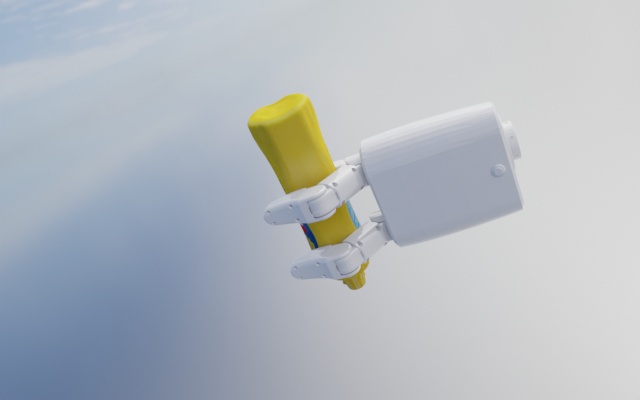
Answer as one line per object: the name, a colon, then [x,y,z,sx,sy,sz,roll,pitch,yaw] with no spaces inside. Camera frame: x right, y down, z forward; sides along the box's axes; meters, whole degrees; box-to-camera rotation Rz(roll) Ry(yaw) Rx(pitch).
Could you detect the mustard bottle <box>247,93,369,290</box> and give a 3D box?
mustard bottle: [0.000,0.001,0.437,0.058,0.192,0.096,-26,21,-3]
